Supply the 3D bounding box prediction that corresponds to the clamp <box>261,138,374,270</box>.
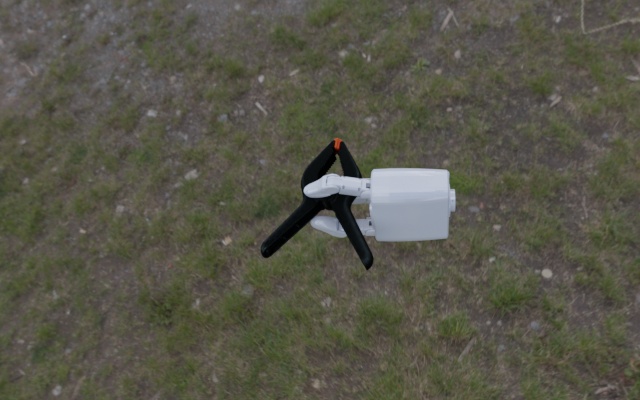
[{"bbox_3d":[0.000,0.001,0.709,0.164,0.210,0.036,-1,-28,13],"label":"clamp"}]
